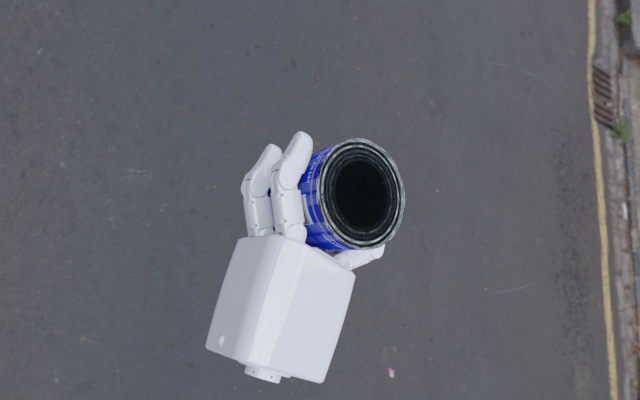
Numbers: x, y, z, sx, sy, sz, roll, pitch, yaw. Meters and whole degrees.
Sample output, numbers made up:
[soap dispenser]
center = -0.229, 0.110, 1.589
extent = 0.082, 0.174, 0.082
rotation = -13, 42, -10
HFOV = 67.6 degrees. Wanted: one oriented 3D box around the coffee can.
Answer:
[coffee can]
center = 0.000, 0.001, 0.487
extent = 0.103, 0.103, 0.140
rotation = 0, -6, -35
